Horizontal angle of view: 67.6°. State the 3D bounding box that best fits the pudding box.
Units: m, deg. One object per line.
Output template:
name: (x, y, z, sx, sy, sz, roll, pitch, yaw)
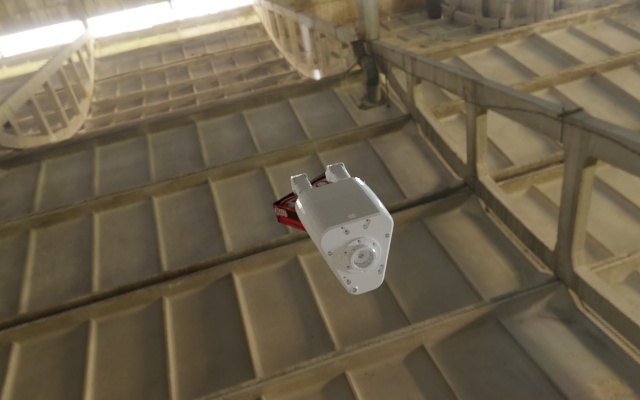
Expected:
pudding box: (0.000, 0.002, 0.708, 0.113, 0.039, 0.090, -31, 30, -34)
